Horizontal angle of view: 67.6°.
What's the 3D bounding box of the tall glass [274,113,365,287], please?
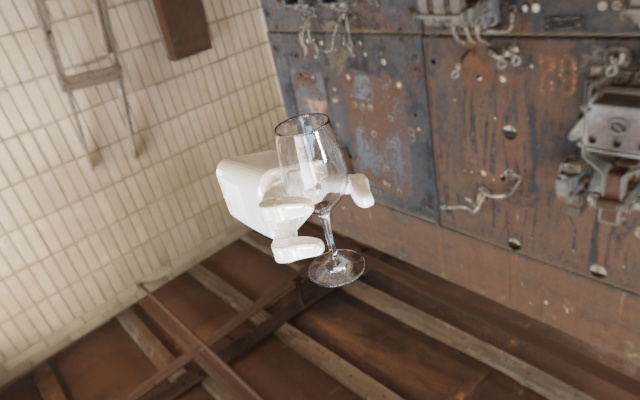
[{"bbox_3d":[0.000,0.002,0.564,0.079,0.201,0.079,-10,29,6],"label":"tall glass"}]
